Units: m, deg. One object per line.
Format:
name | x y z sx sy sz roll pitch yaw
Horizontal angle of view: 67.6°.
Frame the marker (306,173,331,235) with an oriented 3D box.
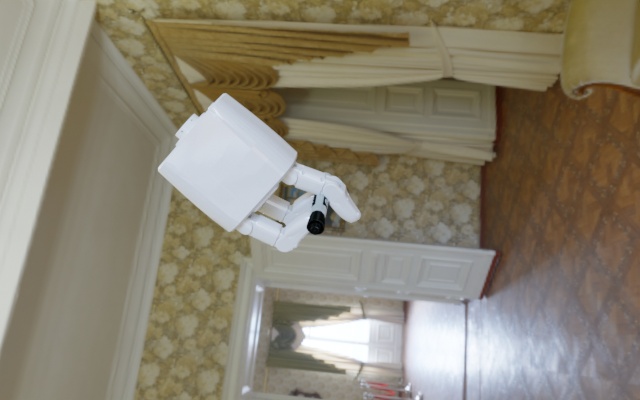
marker | 0.000 0.002 0.538 0.020 0.020 0.121 0 28 7
